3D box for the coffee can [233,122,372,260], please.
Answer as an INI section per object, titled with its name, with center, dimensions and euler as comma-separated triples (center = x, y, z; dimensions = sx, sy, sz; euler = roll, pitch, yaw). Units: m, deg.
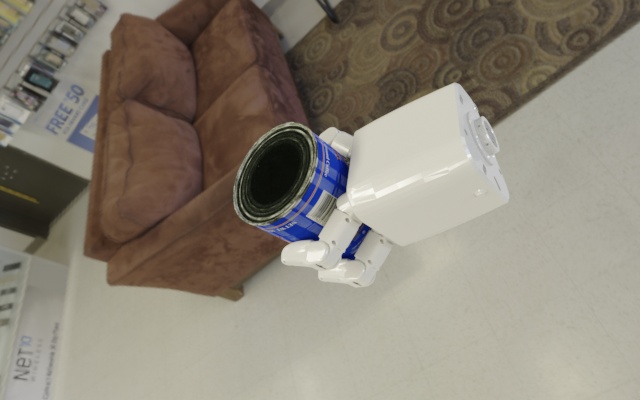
[coffee can]
center = 0.000, 0.002, 0.475
dimensions = 0.103, 0.102, 0.140
euler = 0, -23, 42
